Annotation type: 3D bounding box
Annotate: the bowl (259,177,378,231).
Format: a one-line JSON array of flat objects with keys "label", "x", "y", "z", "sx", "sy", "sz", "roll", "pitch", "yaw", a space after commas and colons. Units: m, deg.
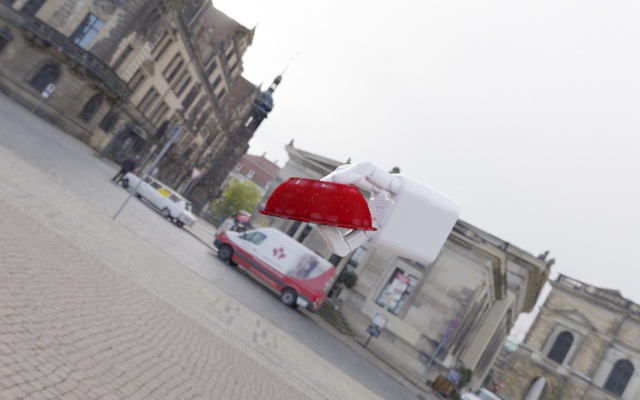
[{"label": "bowl", "x": -0.001, "y": 0.001, "z": 0.643, "sx": 0.162, "sy": 0.055, "sz": 0.162, "roll": 8, "pitch": 0, "yaw": 0}]
